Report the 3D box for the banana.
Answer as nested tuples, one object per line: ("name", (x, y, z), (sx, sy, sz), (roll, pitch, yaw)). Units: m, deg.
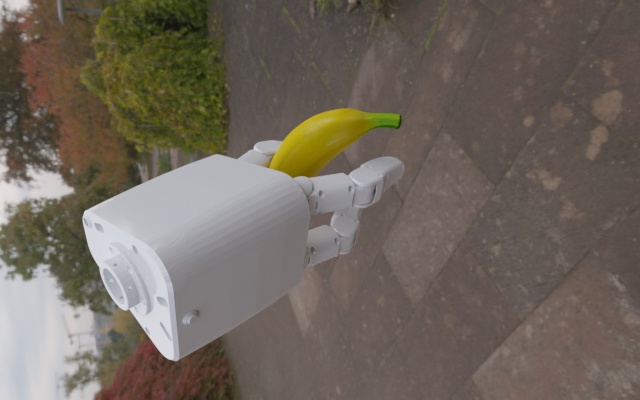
("banana", (-0.014, -0.011, 0.401), (0.069, 0.037, 0.198), (33, -47, -4))
